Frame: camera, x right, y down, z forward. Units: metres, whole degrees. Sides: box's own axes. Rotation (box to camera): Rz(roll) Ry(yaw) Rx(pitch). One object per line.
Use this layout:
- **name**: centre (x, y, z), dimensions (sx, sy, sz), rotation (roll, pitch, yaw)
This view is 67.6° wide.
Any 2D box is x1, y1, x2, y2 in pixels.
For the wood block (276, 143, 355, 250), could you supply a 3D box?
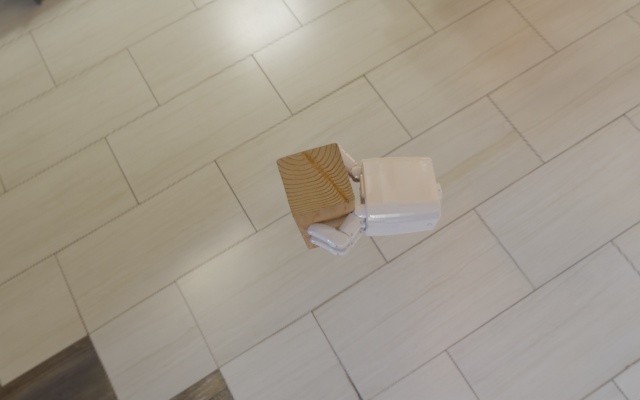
- **wood block**: centre (0.000, 0.002, 0.742), dimensions (0.090, 0.090, 0.206), rotation (-16, -19, -1)
